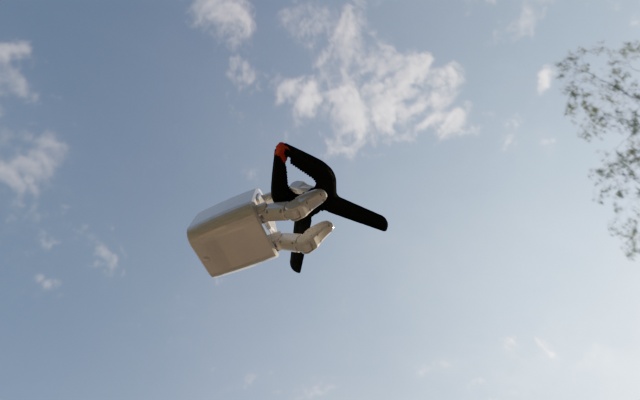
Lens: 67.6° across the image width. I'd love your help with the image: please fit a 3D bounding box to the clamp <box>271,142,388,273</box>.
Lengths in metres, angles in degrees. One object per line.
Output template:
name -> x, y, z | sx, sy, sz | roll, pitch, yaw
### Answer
clamp -> 0.000, 0.002, 0.692 | 0.164, 0.210, 0.036 | -22, 32, 2
